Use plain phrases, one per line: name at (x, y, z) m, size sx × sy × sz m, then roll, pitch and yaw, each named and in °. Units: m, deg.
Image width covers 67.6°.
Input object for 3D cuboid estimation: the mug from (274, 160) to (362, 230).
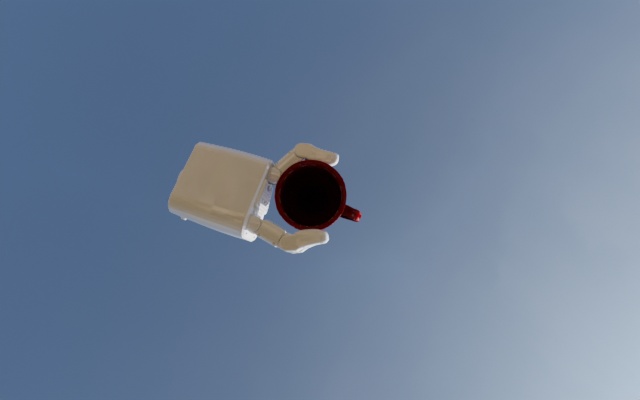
mug at (0.002, 0.003, 0.649) m, size 0.117 × 0.093 × 0.081 m, roll 19°, pitch -6°, yaw 5°
